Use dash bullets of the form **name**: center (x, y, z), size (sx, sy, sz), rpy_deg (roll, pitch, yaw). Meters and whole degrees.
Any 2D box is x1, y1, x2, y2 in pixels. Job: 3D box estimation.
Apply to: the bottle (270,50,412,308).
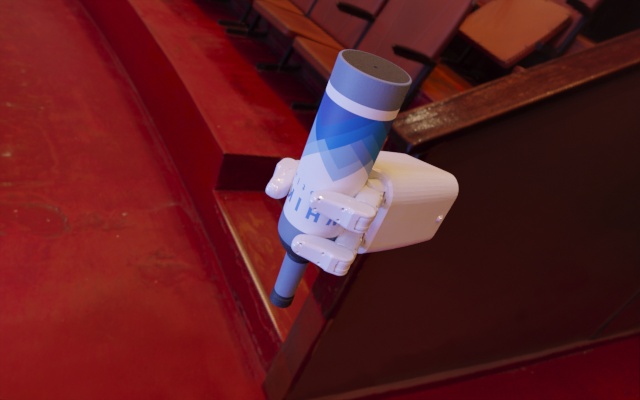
- **bottle**: center (0.000, 0.001, 0.482), size (0.069, 0.296, 0.069), rpy_deg (15, 33, -10)
